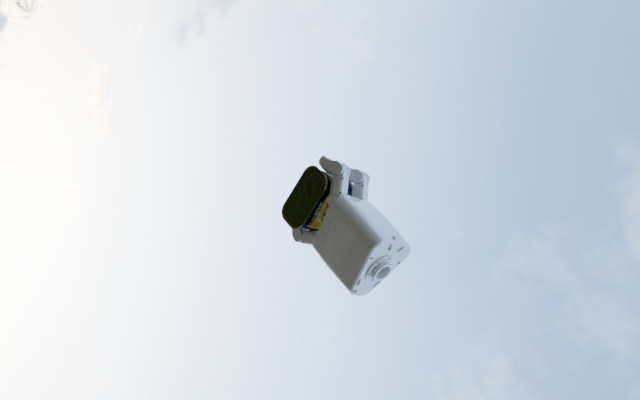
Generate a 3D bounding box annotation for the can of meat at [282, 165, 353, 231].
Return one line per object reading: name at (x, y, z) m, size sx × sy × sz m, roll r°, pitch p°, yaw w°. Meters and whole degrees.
can of meat at (0.000, 0.003, 0.775) m, size 0.084 × 0.102 × 0.057 m, roll 16°, pitch 22°, yaw -46°
